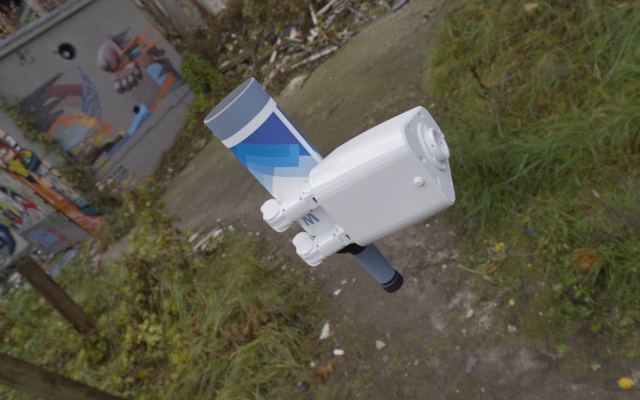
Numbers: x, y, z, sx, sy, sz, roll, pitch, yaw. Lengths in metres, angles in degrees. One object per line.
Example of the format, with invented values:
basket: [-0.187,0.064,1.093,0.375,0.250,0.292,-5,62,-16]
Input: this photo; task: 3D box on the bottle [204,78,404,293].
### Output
bottle: [0.000,0.002,0.527,0.296,0.069,0.069,48,-24,-23]
